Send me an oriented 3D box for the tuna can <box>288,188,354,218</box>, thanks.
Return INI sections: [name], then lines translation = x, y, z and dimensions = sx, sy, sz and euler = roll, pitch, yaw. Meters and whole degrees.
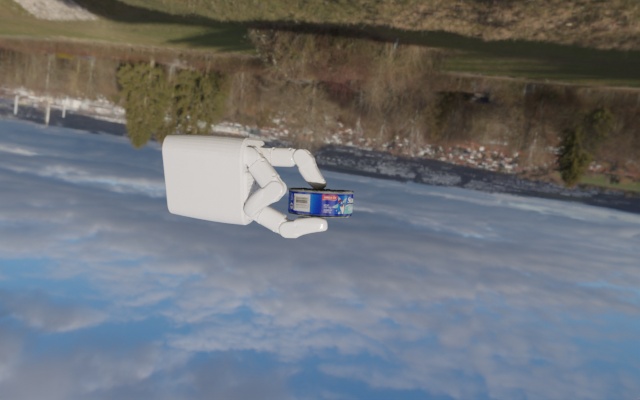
[tuna can]
translation = 0.000, 0.003, 0.625
dimensions = 0.086, 0.034, 0.086
euler = 3, 3, 0
